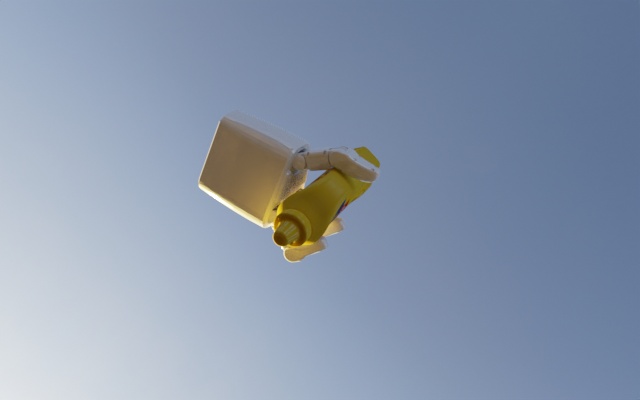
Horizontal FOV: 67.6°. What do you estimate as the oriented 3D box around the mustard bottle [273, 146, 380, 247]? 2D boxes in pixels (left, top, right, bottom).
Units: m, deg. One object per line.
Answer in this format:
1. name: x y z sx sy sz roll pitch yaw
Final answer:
1. mustard bottle: 0.000 0.002 0.562 0.096 0.058 0.191 -42 -1 36
